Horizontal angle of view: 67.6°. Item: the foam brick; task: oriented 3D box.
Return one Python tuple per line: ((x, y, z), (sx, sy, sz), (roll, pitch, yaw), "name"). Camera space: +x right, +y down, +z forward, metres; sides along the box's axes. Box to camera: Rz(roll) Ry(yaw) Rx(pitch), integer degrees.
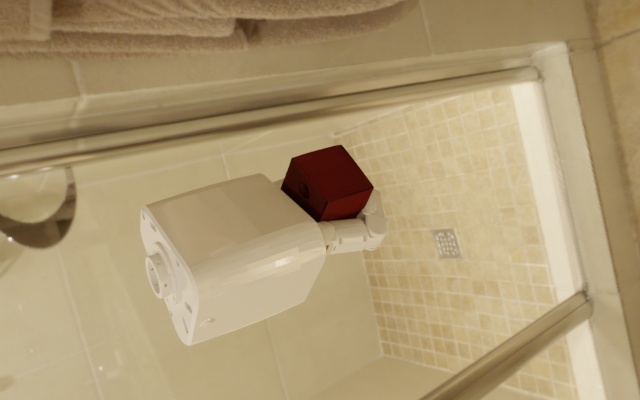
((0.000, 0.001, 0.408), (0.051, 0.053, 0.078), (-16, -33, -33), "foam brick")
